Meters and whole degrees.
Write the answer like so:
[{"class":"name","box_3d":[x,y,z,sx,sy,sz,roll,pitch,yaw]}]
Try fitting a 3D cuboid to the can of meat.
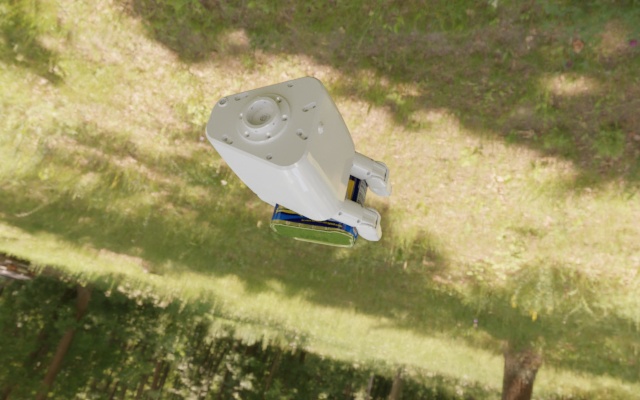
[{"class":"can of meat","box_3d":[0.000,0.002,0.543,0.102,0.084,0.057,7,-21,17]}]
